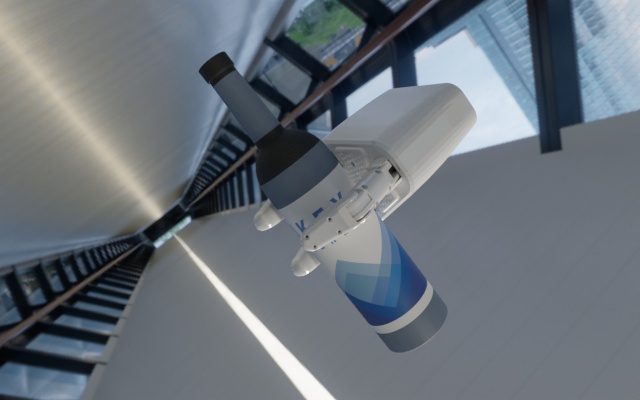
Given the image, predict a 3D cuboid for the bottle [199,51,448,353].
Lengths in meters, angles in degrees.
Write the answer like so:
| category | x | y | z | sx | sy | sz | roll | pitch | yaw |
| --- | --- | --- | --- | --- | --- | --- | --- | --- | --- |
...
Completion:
| category | x | y | z | sx | sy | sz | roll | pitch | yaw |
| --- | --- | --- | --- | --- | --- | --- | --- | --- | --- |
| bottle | 0.000 | 0.002 | 0.414 | 0.069 | 0.296 | 0.069 | -36 | 10 | 8 |
